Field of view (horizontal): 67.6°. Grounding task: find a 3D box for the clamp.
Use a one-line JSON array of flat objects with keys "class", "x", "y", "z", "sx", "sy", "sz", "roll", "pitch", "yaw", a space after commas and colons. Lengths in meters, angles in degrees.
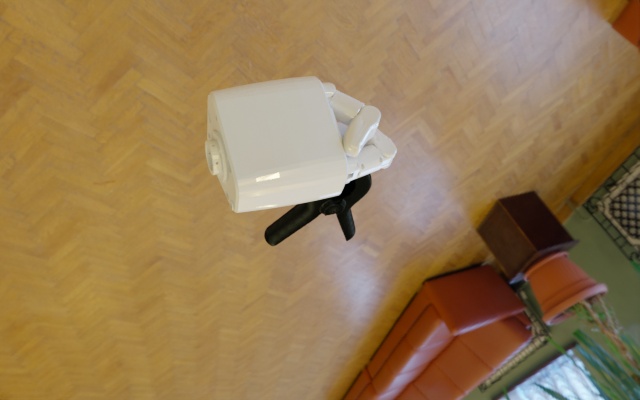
[{"class": "clamp", "x": 0.000, "y": 0.002, "z": 0.547, "sx": 0.120, "sy": 0.039, "sz": 0.172, "roll": -12, "pitch": -36, "yaw": -21}]
